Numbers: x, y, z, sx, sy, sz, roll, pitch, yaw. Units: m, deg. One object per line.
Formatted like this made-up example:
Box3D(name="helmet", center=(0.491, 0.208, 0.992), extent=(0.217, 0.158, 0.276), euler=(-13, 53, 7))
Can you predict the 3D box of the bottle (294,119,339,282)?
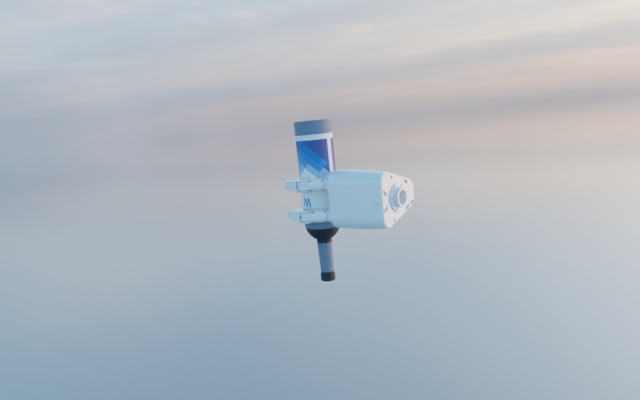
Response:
Box3D(name="bottle", center=(0.000, 0.003, 0.869), extent=(0.069, 0.296, 0.069), euler=(-6, 9, 1))
